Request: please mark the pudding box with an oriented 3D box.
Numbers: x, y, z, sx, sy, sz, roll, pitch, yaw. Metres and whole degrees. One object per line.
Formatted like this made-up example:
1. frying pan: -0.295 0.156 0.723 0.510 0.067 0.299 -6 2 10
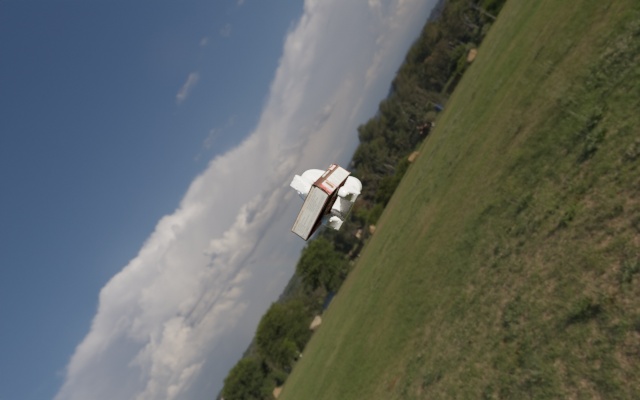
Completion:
1. pudding box: 0.000 0.003 0.816 0.039 0.114 0.090 30 37 9
